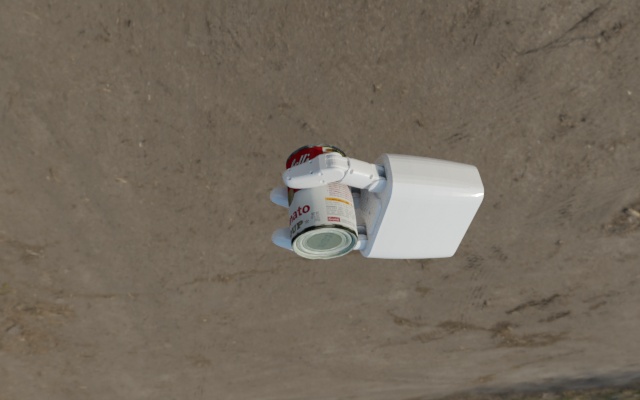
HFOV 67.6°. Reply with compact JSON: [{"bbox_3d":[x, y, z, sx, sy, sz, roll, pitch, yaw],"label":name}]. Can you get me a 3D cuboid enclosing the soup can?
[{"bbox_3d":[0.000,0.002,0.495,0.068,0.102,0.069,-4,-33,-3],"label":"soup can"}]
